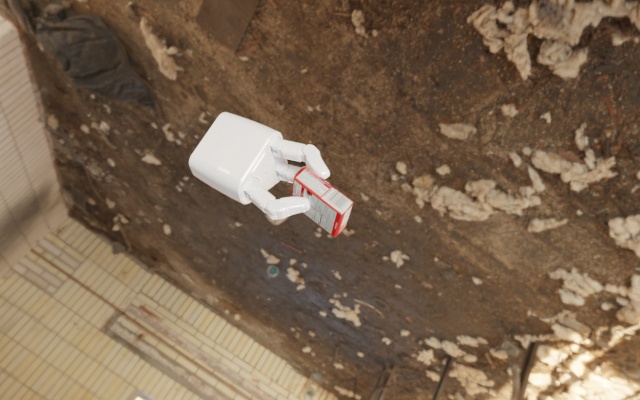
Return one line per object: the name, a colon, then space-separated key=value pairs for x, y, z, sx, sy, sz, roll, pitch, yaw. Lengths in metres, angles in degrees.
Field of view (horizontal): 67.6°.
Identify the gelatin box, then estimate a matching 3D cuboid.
gelatin box: x=0.000 y=0.003 z=0.679 sx=0.089 sy=0.030 sz=0.073 roll=38 pitch=-27 yaw=14
